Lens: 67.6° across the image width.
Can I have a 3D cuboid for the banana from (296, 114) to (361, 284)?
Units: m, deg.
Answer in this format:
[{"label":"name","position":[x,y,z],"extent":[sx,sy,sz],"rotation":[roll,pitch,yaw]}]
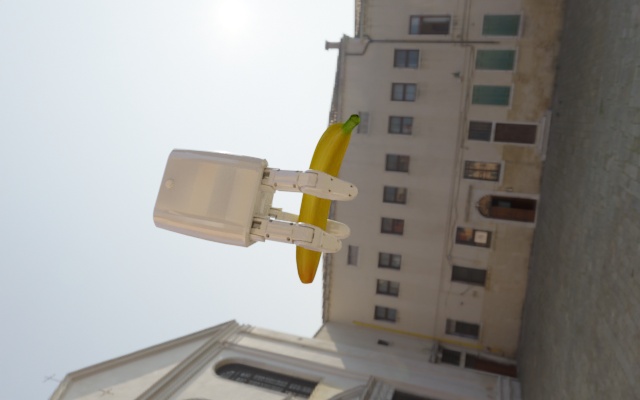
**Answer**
[{"label":"banana","position":[-0.001,-0.005,0.551],"extent":[0.037,0.198,0.069],"rotation":[13,9,-9]}]
